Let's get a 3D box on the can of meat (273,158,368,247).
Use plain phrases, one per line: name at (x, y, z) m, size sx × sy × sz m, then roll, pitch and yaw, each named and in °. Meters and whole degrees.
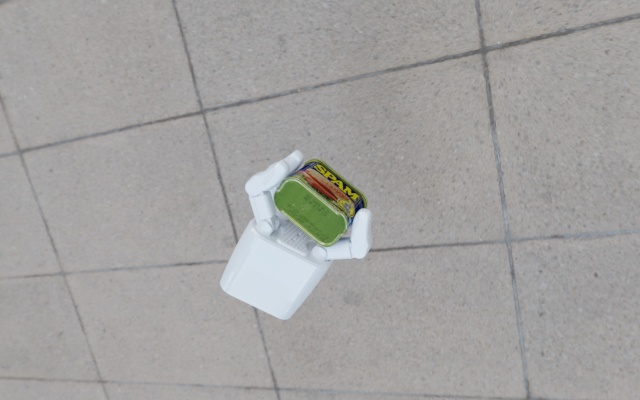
can of meat at (0.000, 0.002, 0.595) m, size 0.102 × 0.057 × 0.084 m, roll 39°, pitch 26°, yaw 4°
